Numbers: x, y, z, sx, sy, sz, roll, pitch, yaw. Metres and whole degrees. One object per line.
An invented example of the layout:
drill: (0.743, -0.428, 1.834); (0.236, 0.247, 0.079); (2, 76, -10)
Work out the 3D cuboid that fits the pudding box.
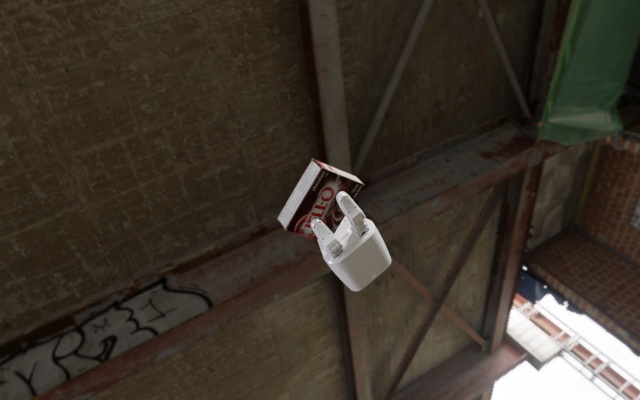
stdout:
pudding box: (0.000, 0.002, 0.725); (0.090, 0.113, 0.039); (18, 17, -40)
